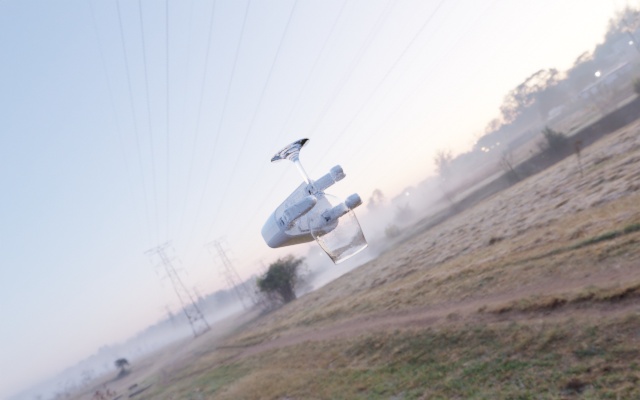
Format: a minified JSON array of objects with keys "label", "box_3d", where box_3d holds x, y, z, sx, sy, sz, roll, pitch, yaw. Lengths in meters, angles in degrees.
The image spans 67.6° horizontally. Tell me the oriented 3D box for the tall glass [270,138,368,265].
[{"label":"tall glass","box_3d":[0.000,0.002,0.773,0.079,0.201,0.079,-30,-6,-4]}]
